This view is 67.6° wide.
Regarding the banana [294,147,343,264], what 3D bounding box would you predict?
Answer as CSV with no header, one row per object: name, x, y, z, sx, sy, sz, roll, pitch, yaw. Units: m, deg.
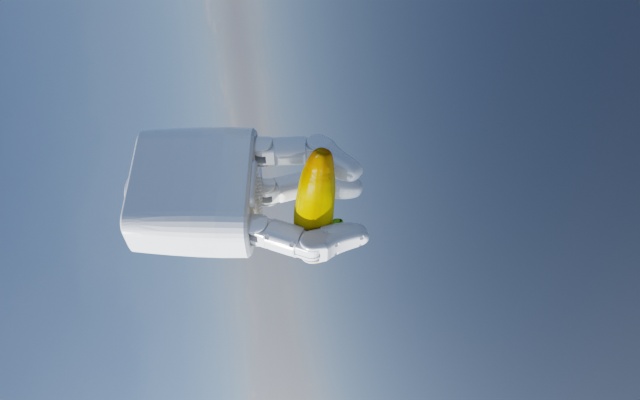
banana,-0.003,0.020,0.451,0.037,0.069,0.198,9,-18,7
